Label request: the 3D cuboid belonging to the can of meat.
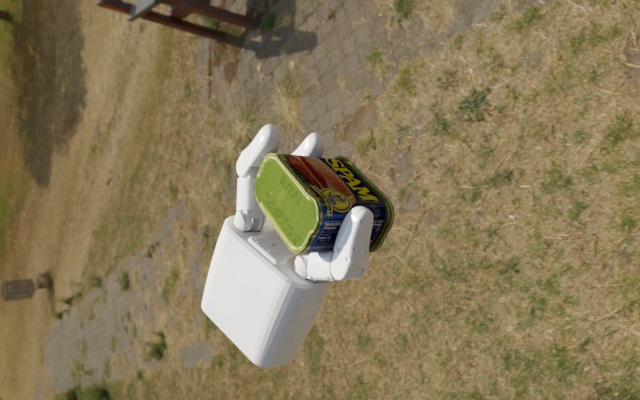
[{"bbox_3d":[0.000,0.001,0.422,0.084,0.057,0.102,1,35,-39],"label":"can of meat"}]
